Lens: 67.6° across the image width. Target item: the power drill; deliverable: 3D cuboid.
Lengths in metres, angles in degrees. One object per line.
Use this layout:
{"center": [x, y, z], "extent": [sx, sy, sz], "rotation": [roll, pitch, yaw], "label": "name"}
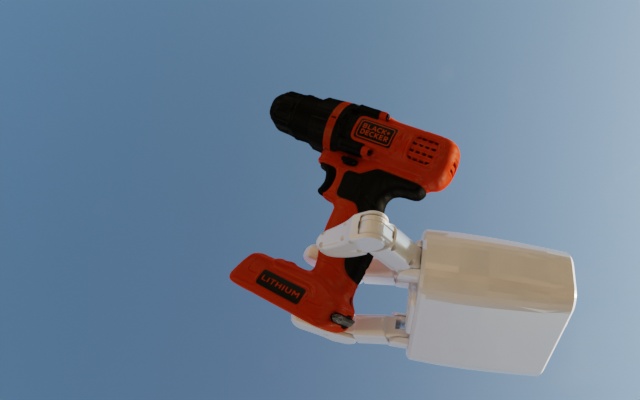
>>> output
{"center": [0.000, 0.002, 0.410], "extent": [0.184, 0.187, 0.057], "rotation": [23, -9, 28], "label": "power drill"}
